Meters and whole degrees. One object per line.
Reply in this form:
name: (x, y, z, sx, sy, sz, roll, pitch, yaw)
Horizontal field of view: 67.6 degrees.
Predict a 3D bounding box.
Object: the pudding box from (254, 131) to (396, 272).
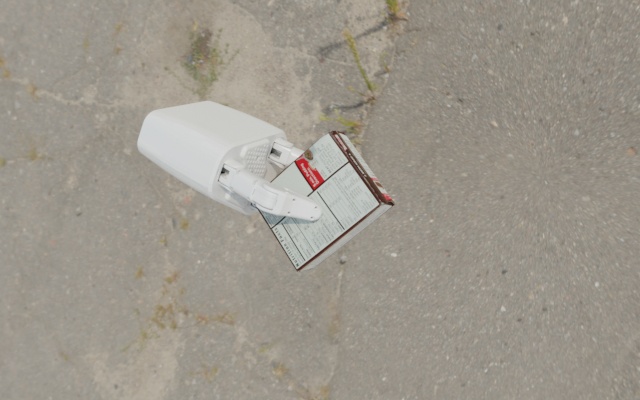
pudding box: (0.000, 0.001, 0.461, 0.113, 0.090, 0.039, -40, -15, 22)
